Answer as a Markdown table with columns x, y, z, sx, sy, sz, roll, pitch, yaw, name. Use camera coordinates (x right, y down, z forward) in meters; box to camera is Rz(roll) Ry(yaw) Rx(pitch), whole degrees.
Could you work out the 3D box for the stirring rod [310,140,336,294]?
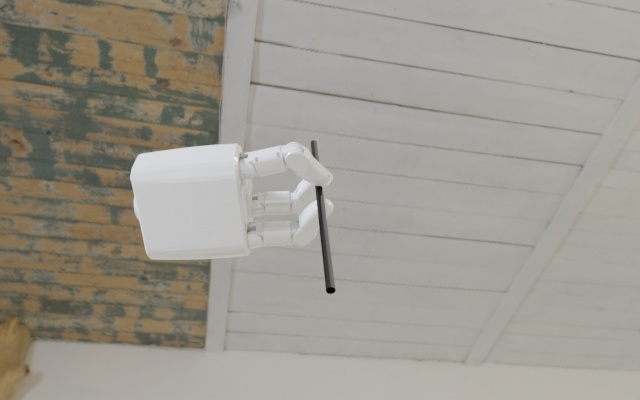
| x | y | z | sx | sy | sz | roll | pitch | yaw | name |
| --- | --- | --- | --- | --- | --- | --- | --- | --- | --- |
| 0.000 | 0.002 | 0.482 | 0.011 | 0.011 | 0.239 | 0 | 36 | -5 | stirring rod |
